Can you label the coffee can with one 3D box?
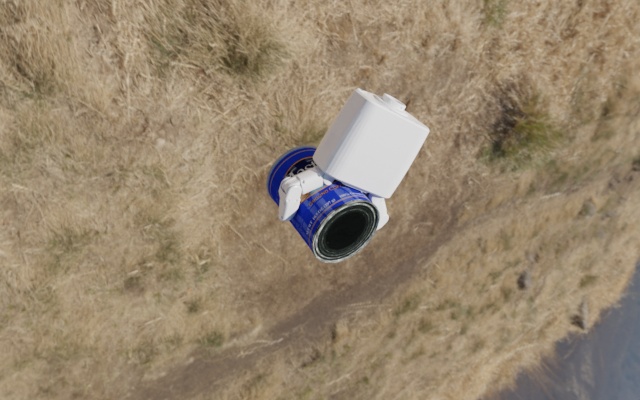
[{"bbox_3d":[0.000,0.002,0.660,0.103,0.103,0.140,0,35,-37],"label":"coffee can"}]
